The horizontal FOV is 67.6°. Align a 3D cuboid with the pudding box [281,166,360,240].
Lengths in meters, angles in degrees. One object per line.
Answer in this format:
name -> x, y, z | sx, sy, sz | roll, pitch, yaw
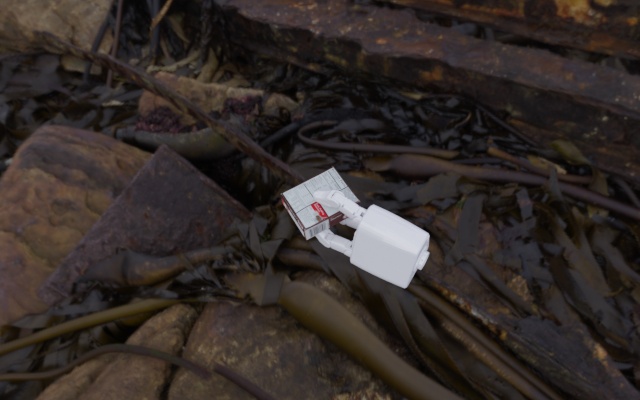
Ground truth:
pudding box -> 0.000, 0.003, 0.838 | 0.113, 0.090, 0.039 | -27, -30, -14
